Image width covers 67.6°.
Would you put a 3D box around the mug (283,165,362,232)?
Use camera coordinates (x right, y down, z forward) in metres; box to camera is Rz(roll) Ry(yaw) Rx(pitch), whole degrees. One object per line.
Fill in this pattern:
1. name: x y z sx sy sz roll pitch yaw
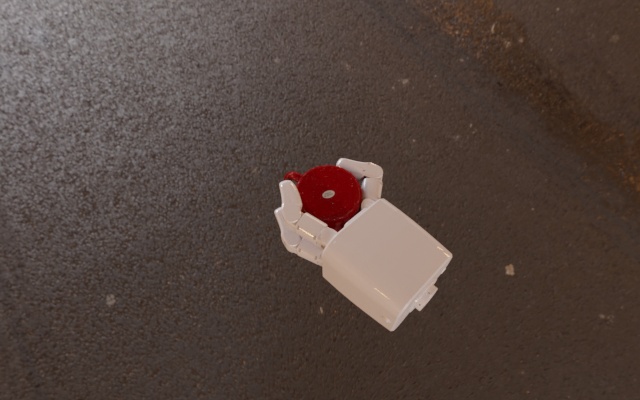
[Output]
1. mug: -0.001 0.001 0.607 0.117 0.093 0.081 38 -23 19
